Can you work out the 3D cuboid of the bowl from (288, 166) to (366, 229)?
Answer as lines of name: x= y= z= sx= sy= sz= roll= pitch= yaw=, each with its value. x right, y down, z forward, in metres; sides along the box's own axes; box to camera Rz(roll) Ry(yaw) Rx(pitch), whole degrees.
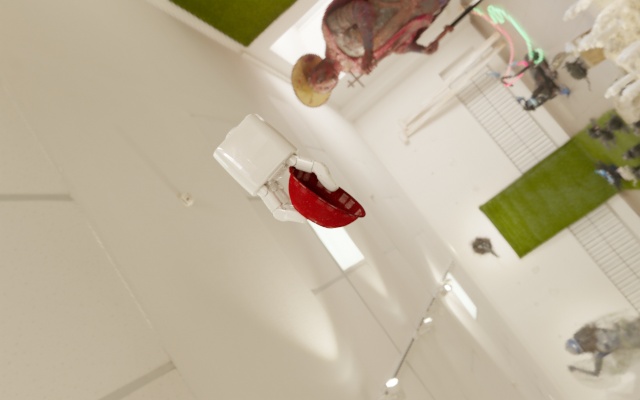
bowl: x=0.001 y=0.004 z=0.856 sx=0.162 sy=0.055 sz=0.162 roll=30 pitch=14 yaw=-8
